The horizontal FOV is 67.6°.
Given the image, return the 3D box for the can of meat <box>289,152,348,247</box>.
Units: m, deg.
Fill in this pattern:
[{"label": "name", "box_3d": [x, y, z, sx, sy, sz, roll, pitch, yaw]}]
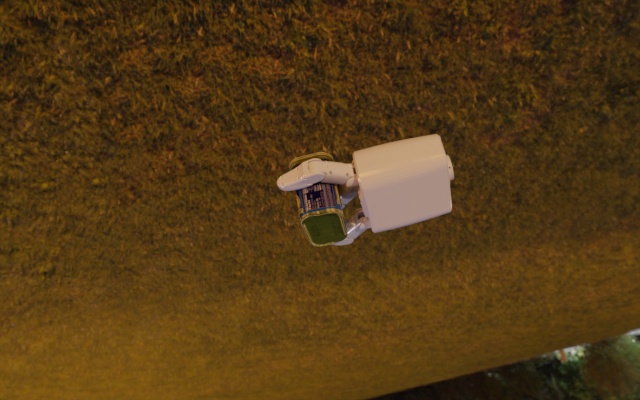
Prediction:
[{"label": "can of meat", "box_3d": [0.000, 0.002, 0.613, 0.057, 0.084, 0.102, -13, -28, 4]}]
